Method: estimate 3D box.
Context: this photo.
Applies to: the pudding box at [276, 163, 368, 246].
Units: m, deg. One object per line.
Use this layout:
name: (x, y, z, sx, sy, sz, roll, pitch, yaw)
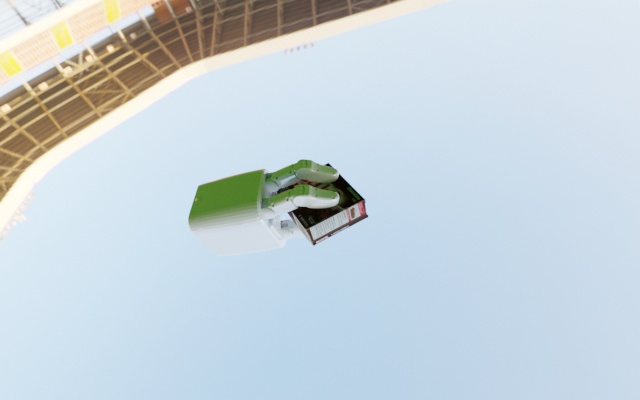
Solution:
pudding box: (0.000, 0.002, 0.665, 0.090, 0.039, 0.113, -28, 42, -11)
